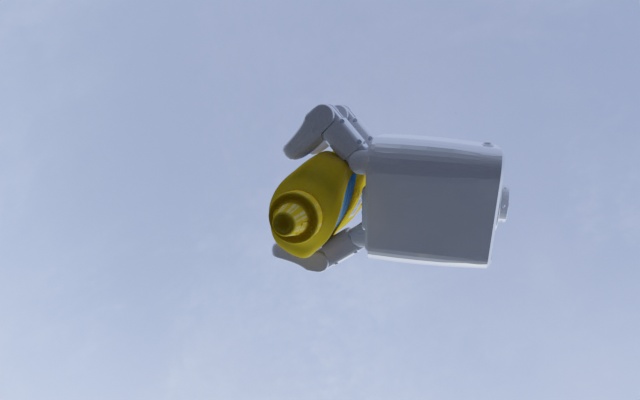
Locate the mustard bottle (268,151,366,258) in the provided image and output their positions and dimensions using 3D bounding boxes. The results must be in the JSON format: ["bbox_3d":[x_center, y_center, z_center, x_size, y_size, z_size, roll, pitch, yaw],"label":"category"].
[{"bbox_3d":[0.000,0.001,0.433,0.058,0.096,0.191,30,16,9],"label":"mustard bottle"}]
